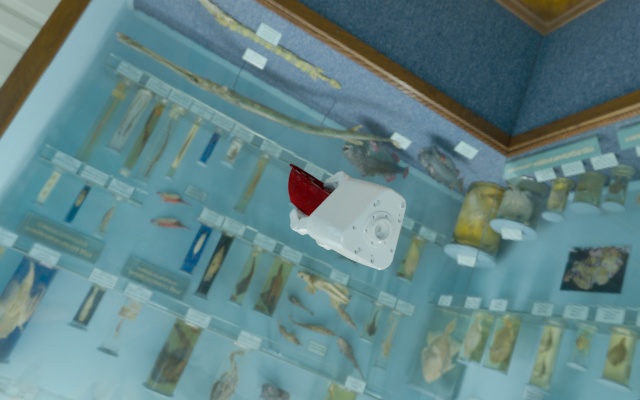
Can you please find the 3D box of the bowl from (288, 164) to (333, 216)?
[{"bbox_3d":[0.000,0.003,0.828,0.162,0.055,0.162,34,5,-4],"label":"bowl"}]
